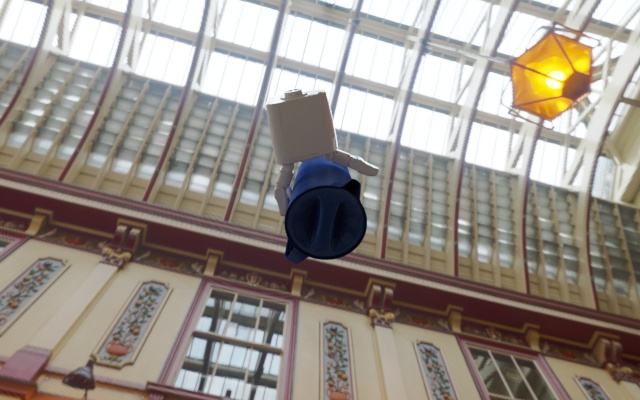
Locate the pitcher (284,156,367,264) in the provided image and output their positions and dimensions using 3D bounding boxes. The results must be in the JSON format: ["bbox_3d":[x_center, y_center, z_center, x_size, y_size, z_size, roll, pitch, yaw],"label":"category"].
[{"bbox_3d":[0.000,0.003,0.873,0.149,0.145,0.242,-9,22,3],"label":"pitcher"}]
